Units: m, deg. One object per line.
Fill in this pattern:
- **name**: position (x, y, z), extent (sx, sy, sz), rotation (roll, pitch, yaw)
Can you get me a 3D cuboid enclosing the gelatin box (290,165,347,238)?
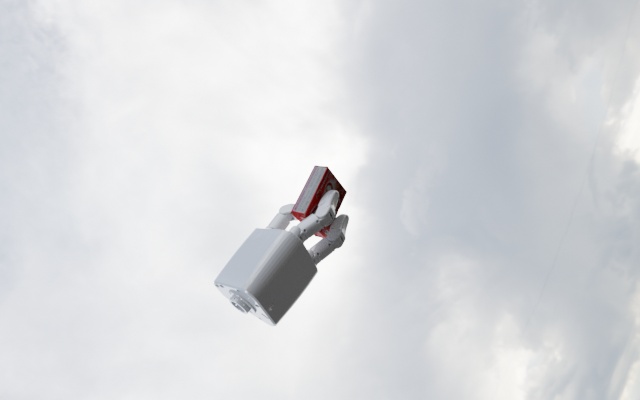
- **gelatin box**: position (0.000, 0.002, 0.733), extent (0.030, 0.089, 0.073), rotation (10, -25, 36)
